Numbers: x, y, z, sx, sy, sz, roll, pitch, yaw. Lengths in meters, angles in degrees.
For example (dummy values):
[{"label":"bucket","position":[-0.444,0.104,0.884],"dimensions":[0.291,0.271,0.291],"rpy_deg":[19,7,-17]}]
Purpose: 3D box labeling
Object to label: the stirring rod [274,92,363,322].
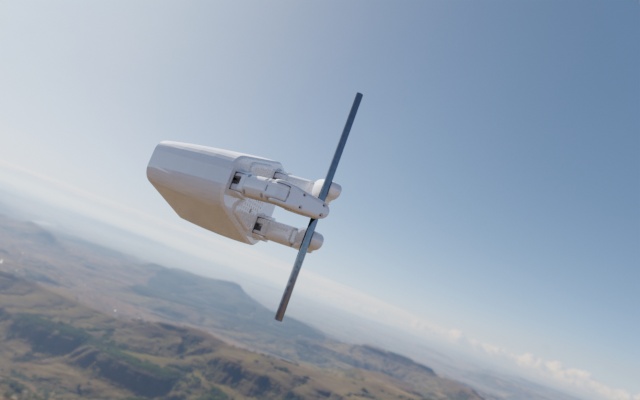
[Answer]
[{"label":"stirring rod","position":[0.000,0.002,0.470],"dimensions":[0.011,0.239,0.011],"rpy_deg":[19,-11,4]}]
